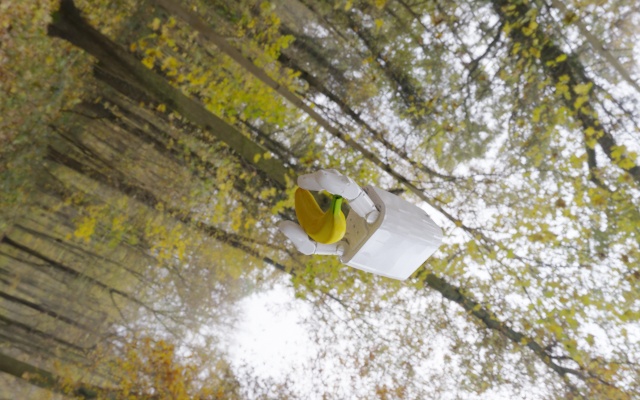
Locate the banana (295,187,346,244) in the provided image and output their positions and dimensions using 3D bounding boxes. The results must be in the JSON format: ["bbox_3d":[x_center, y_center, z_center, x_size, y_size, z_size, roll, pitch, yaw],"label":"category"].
[{"bbox_3d":[-0.001,0.021,0.652,0.037,0.069,0.198,7,2,-18],"label":"banana"}]
